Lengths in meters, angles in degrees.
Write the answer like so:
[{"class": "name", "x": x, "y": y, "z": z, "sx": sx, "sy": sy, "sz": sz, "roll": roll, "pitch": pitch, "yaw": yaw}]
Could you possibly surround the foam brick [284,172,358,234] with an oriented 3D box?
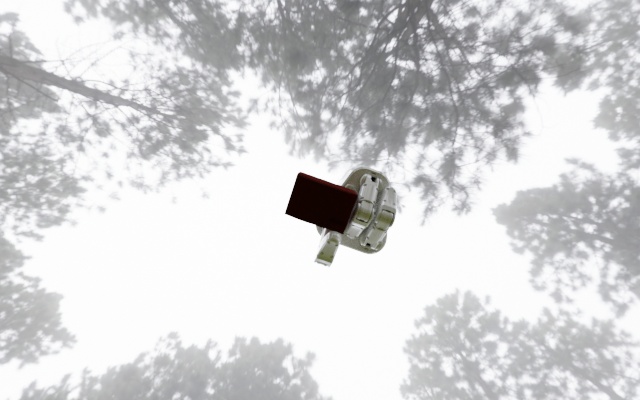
[{"class": "foam brick", "x": 0.000, "y": 0.002, "z": 0.588, "sx": 0.078, "sy": 0.053, "sz": 0.051, "roll": 20, "pitch": 7, "yaw": -4}]
